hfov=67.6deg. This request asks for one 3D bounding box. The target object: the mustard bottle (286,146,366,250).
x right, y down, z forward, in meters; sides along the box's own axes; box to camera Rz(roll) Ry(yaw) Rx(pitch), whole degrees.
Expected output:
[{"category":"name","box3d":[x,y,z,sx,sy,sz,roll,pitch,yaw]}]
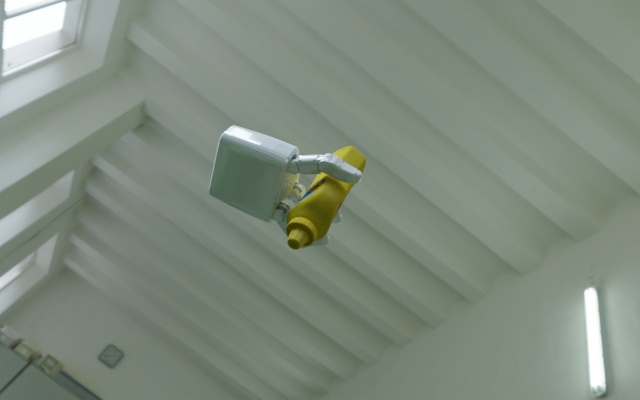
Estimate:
[{"category":"mustard bottle","box3d":[0.000,0.002,0.676,0.096,0.058,0.191,-43,8,41]}]
